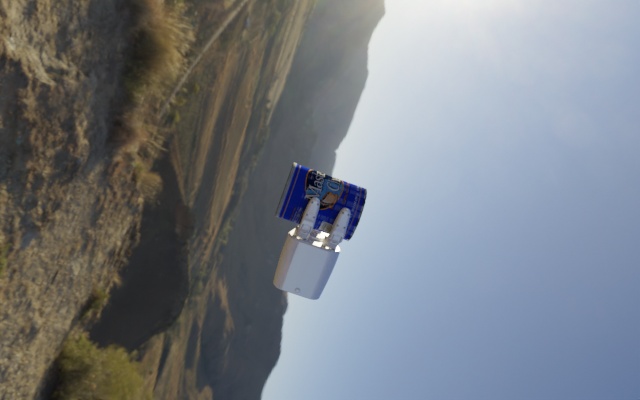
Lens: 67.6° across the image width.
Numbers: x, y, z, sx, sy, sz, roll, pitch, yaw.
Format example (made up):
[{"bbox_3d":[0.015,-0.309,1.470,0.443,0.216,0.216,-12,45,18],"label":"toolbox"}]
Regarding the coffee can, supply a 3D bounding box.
[{"bbox_3d":[0.000,0.003,0.862,0.140,0.103,0.103,19,-2,-5],"label":"coffee can"}]
